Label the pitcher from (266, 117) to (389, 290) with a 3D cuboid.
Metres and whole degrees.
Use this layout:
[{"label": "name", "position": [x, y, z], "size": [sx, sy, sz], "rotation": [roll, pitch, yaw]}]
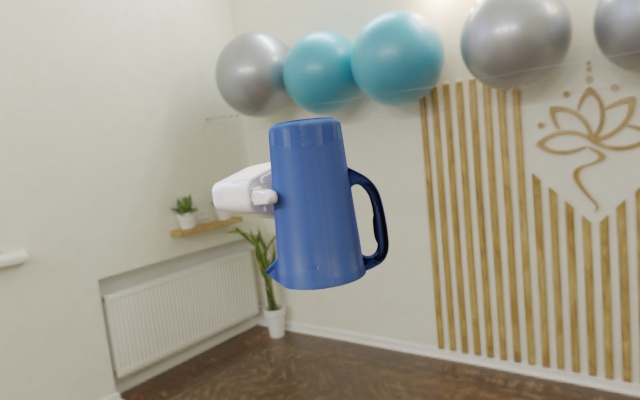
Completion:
[{"label": "pitcher", "position": [0.000, 0.002, 0.714], "size": [0.149, 0.243, 0.145], "rotation": [-11, 7, -44]}]
